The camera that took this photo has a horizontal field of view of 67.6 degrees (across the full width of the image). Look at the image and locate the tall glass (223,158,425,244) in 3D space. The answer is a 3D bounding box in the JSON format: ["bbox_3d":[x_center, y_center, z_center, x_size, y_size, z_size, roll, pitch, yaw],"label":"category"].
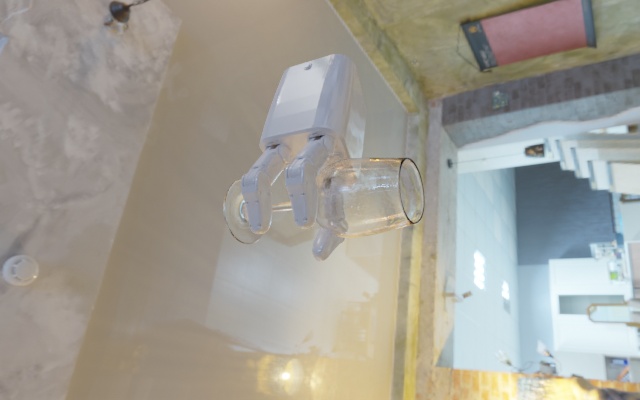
[{"bbox_3d":[0.000,0.002,0.488,0.201,0.079,0.079,-7,-4,32],"label":"tall glass"}]
